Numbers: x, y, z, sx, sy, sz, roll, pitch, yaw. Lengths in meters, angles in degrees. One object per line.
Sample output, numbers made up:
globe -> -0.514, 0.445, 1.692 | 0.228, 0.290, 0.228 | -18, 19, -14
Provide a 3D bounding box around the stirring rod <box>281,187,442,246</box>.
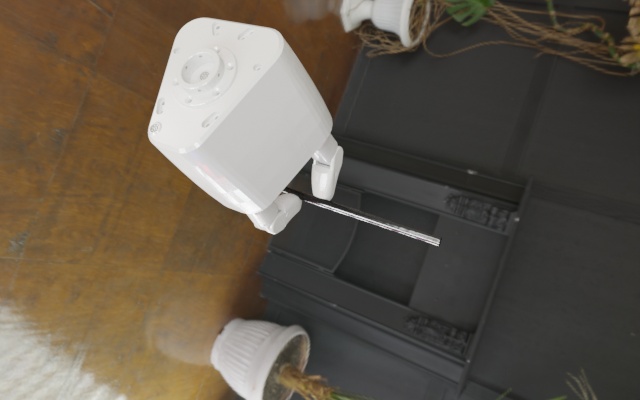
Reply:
stirring rod -> 0.000, 0.001, 0.463 | 0.239, 0.011, 0.011 | 18, 8, 25
